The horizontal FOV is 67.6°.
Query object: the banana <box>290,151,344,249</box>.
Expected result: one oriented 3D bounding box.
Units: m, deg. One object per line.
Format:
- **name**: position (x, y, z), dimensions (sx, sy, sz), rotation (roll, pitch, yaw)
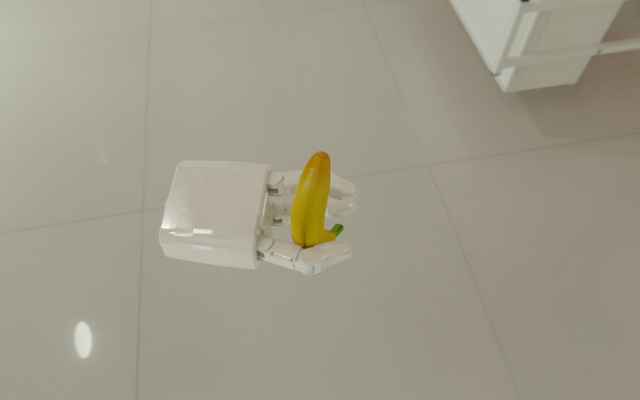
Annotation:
- **banana**: position (-0.007, 0.019, 0.516), dimensions (0.037, 0.069, 0.198), rotation (20, -20, 13)
